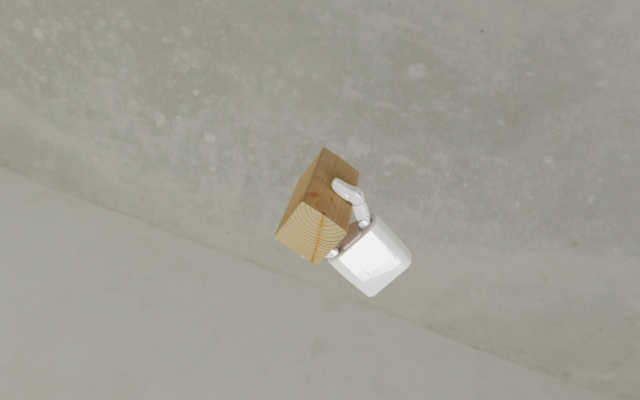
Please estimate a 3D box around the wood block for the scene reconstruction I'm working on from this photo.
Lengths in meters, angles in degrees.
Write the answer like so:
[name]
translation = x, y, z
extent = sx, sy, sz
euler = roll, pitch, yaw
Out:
[wood block]
translation = 0.001, 0.003, 0.844
extent = 0.090, 0.091, 0.206
euler = 35, 30, -10
